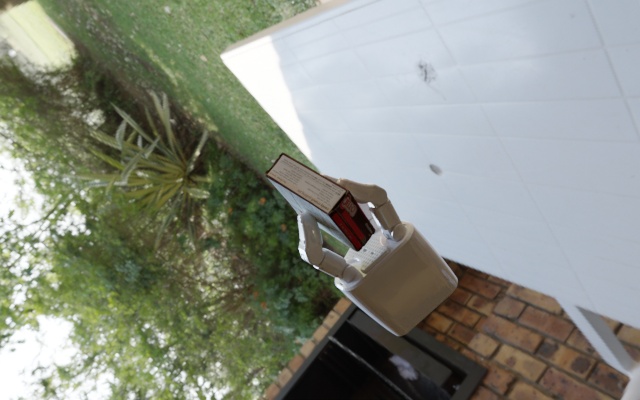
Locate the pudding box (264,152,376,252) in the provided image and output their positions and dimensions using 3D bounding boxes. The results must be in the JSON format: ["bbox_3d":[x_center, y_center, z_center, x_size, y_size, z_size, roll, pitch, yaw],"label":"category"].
[{"bbox_3d":[0.000,0.002,0.542,0.113,0.039,0.090,30,-15,38],"label":"pudding box"}]
